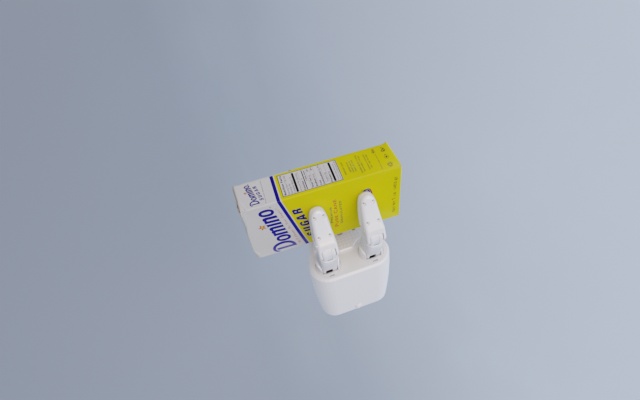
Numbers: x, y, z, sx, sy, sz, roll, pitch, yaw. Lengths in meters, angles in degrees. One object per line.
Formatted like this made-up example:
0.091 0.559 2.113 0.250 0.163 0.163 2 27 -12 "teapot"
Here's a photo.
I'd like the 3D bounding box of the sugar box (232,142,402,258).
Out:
0.000 0.002 0.532 0.176 0.048 0.093 -19 -38 -7 "sugar box"
